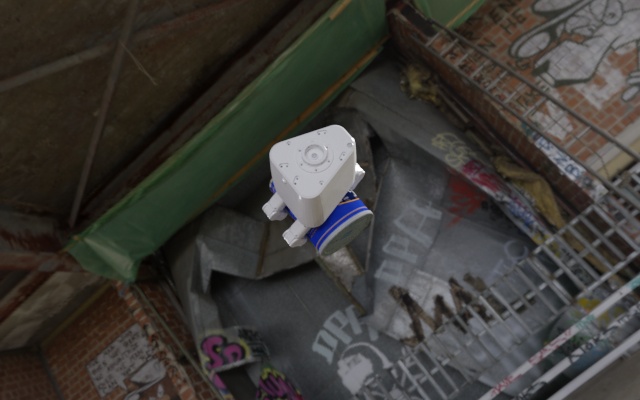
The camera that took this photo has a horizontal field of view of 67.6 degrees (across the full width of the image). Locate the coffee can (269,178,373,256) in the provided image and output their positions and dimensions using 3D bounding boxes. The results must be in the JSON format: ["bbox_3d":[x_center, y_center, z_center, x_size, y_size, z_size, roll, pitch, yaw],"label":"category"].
[{"bbox_3d":[0.000,0.003,0.757,0.103,0.140,0.103,-35,-18,-13],"label":"coffee can"}]
